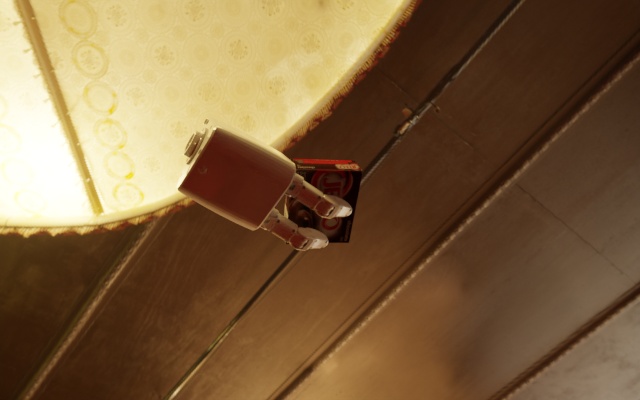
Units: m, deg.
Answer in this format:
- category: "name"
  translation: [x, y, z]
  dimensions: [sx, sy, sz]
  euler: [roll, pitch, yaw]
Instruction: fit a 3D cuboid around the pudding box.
- category: "pudding box"
  translation: [0.000, 0.002, 0.625]
  dimensions: [0.090, 0.114, 0.039]
  euler: [0, 32, -13]
